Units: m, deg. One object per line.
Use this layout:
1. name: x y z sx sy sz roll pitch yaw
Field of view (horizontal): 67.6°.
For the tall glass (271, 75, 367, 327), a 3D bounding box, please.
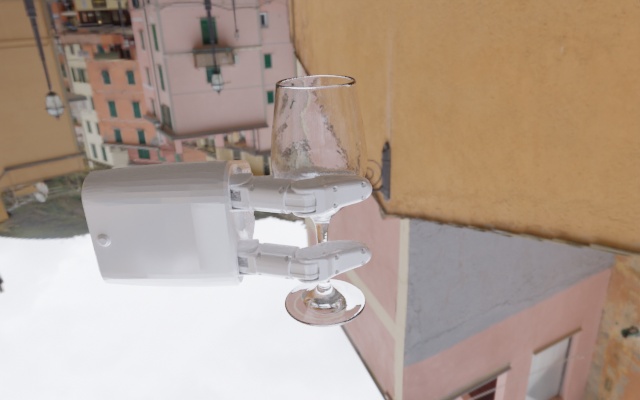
1. tall glass: 0.000 0.002 0.401 0.079 0.201 0.079 -2 22 1
